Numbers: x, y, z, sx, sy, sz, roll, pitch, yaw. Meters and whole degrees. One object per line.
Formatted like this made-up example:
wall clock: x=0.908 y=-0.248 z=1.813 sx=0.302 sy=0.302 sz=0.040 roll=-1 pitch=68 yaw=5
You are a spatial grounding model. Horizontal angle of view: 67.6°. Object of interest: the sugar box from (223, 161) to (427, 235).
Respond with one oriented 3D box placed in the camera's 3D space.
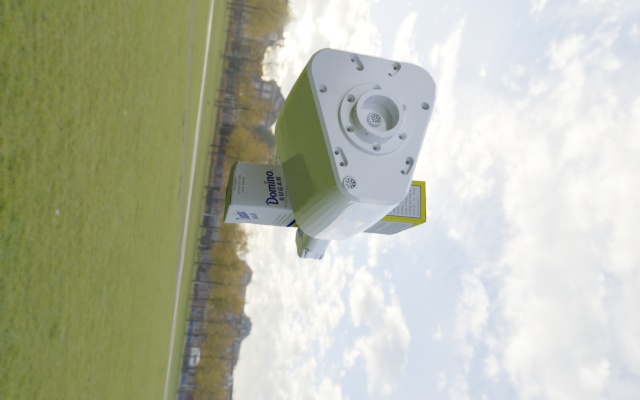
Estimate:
sugar box: x=0.000 y=0.001 z=0.453 sx=0.176 sy=0.048 sz=0.093 roll=8 pitch=-14 yaw=-13
